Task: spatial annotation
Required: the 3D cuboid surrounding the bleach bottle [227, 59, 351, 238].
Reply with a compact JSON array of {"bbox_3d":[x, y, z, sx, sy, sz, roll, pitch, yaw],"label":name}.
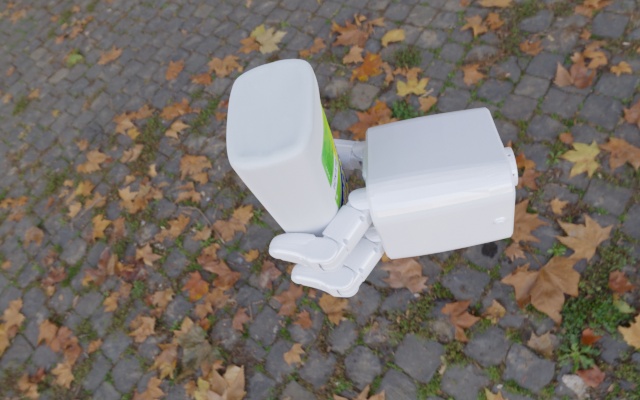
[{"bbox_3d":[0.000,0.001,0.432,0.068,0.102,0.251,-11,-34,13],"label":"bleach bottle"}]
